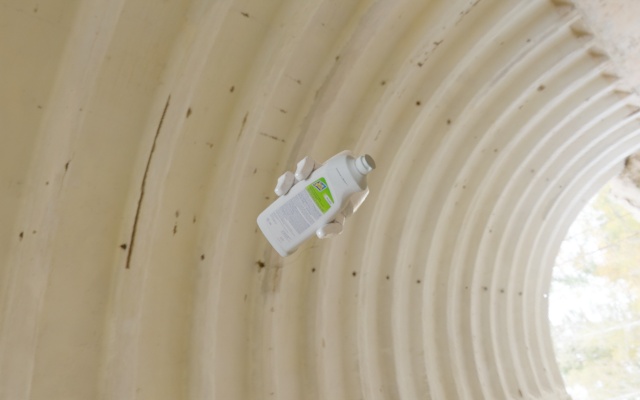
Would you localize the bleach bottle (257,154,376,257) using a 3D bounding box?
[{"bbox_3d":[0.000,0.003,0.849,0.251,0.102,0.068,-35,4,33],"label":"bleach bottle"}]
